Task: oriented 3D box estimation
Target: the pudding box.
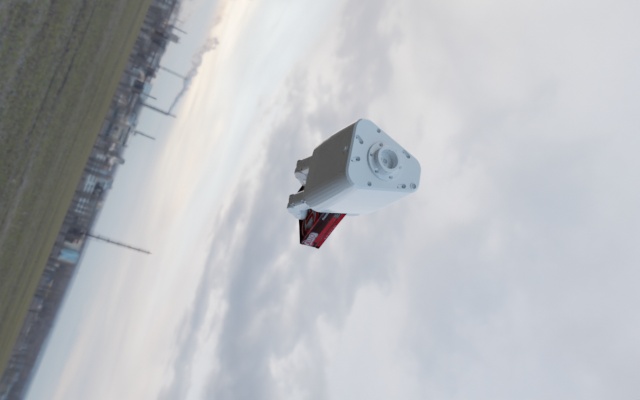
[{"bbox_3d":[0.000,0.002,0.721,0.039,0.113,0.090,20,-51,-21],"label":"pudding box"}]
